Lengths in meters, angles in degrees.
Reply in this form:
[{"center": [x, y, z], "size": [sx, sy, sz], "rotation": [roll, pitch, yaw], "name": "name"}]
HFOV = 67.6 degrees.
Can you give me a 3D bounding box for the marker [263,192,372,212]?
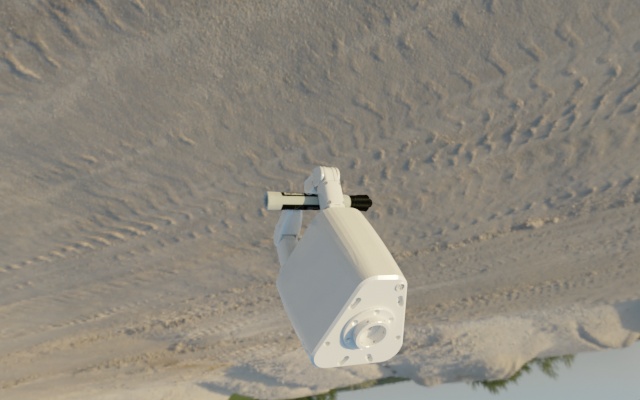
[{"center": [0.000, 0.002, 0.506], "size": [0.121, 0.020, 0.020], "rotation": [2, -1, -23], "name": "marker"}]
